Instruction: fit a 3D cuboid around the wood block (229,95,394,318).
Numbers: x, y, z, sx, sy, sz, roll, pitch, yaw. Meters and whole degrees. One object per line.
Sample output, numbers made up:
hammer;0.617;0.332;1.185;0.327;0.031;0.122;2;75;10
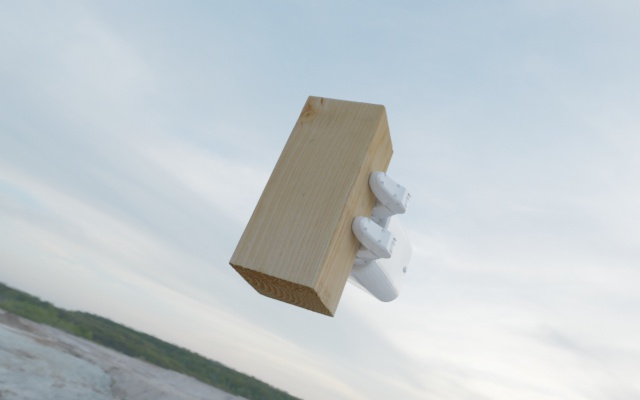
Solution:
wood block;0.000;0.002;0.501;0.091;0.206;0.090;12;-26;22
